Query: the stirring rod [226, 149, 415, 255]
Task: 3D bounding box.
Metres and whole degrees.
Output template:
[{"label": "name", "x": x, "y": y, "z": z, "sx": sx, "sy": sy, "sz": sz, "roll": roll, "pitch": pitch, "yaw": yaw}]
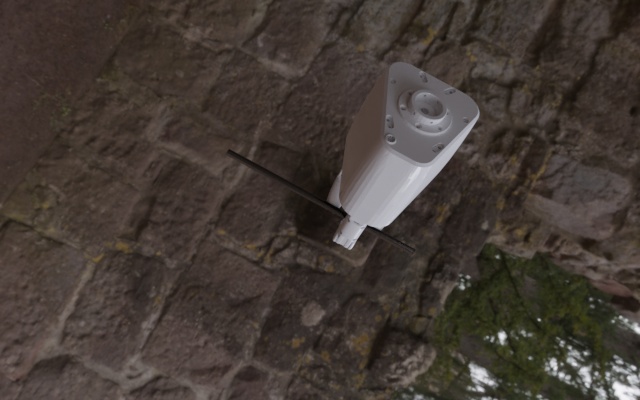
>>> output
[{"label": "stirring rod", "x": 0.000, "y": 0.002, "z": 0.544, "sx": 0.239, "sy": 0.011, "sz": 0.011, "roll": 28, "pitch": 0, "yaw": 0}]
